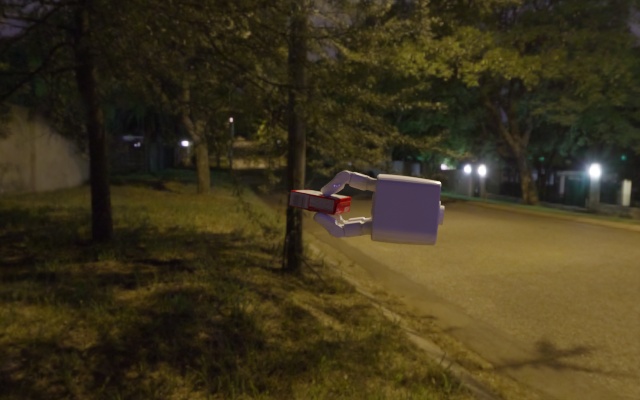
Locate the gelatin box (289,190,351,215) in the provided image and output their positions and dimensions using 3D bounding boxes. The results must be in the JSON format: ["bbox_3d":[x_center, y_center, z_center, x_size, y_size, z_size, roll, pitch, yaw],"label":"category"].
[{"bbox_3d":[0.000,0.002,0.838,0.089,0.030,0.073,11,7,22],"label":"gelatin box"}]
